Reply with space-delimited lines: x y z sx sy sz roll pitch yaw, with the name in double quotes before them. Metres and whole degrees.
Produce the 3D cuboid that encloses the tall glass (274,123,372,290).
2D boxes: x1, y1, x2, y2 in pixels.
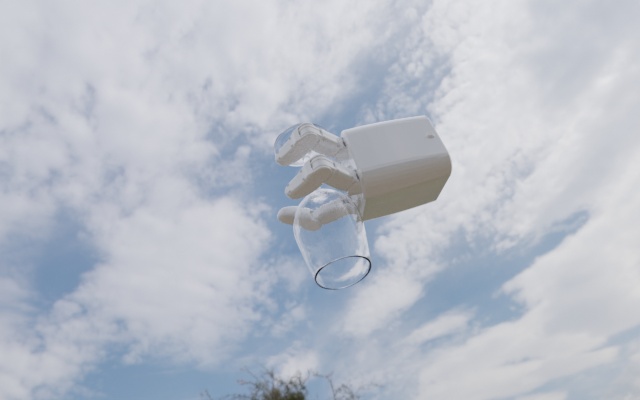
"tall glass" 0.000 0.001 0.556 0.079 0.201 0.079 -11 -39 -9
